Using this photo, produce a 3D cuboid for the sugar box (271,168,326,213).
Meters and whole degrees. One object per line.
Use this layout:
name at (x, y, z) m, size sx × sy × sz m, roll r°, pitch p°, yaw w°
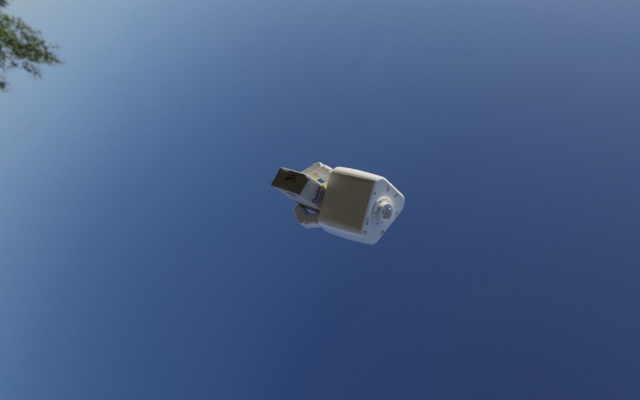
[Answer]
sugar box at (0.001, 0.003, 0.896) m, size 0.093 × 0.048 × 0.176 m, roll 19°, pitch -15°, yaw 48°
